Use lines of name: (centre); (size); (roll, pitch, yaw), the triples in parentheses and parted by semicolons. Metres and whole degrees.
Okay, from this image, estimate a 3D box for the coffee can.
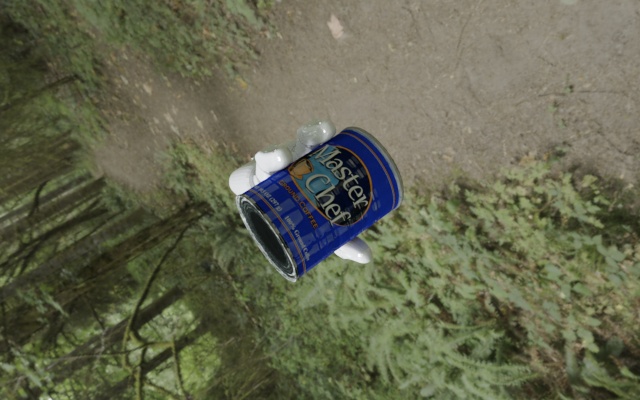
coffee can: (0.000, 0.002, 0.492); (0.140, 0.103, 0.103); (-34, 13, -20)
